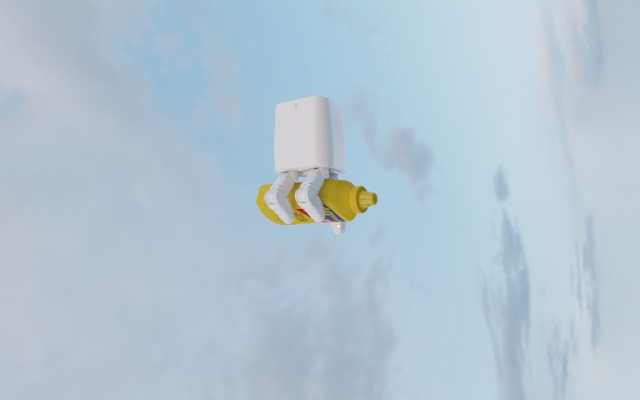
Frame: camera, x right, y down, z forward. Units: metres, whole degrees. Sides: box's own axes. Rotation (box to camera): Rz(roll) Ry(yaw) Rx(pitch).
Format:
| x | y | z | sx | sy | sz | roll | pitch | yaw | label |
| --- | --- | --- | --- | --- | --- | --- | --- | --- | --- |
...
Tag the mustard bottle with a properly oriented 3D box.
| x | y | z | sx | sy | sz | roll | pitch | yaw | label |
| --- | --- | --- | --- | --- | --- | --- | --- | --- | --- |
| 0.000 | 0.003 | 0.739 | 0.191 | 0.058 | 0.096 | -4 | -29 | 34 | mustard bottle |
